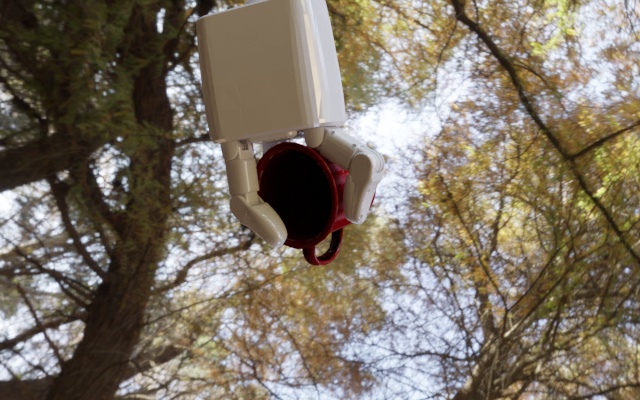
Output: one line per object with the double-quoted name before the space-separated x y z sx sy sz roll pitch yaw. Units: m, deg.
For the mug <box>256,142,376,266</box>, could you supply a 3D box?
"mug" 0.000 0.003 0.441 0.093 0.117 0.081 -2 9 36
